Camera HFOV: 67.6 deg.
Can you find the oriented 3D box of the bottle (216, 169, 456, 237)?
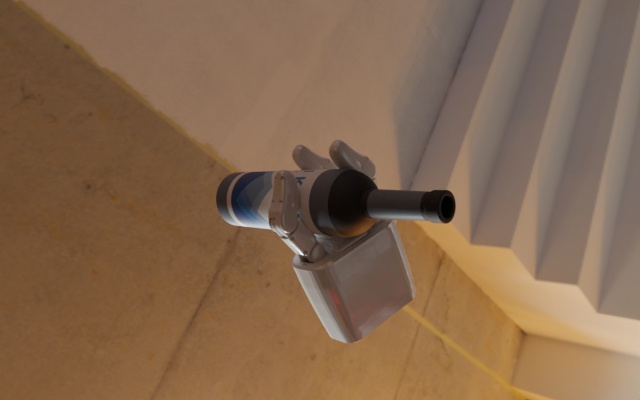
[{"bbox_3d":[0.000,0.002,0.489,0.069,0.069,0.295,0,1,-44],"label":"bottle"}]
